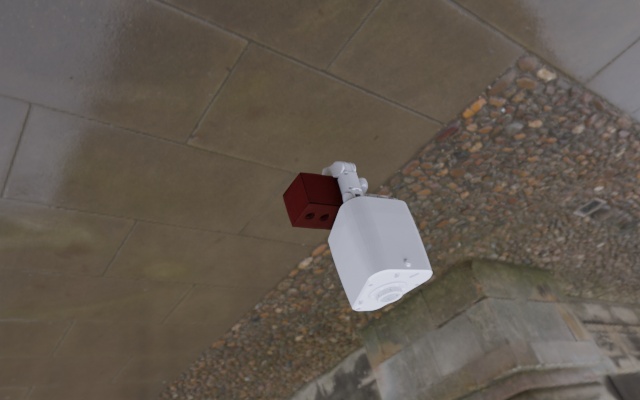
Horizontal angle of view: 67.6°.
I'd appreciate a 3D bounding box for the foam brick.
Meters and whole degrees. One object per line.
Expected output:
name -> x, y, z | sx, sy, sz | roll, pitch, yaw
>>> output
foam brick -> 0.000, 0.002, 0.624 | 0.078, 0.051, 0.053 | 6, -39, -31
